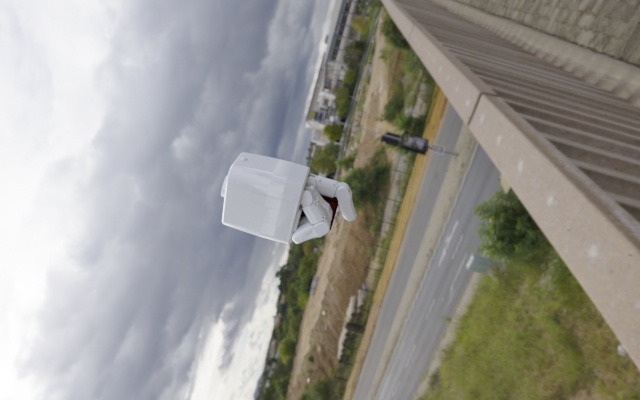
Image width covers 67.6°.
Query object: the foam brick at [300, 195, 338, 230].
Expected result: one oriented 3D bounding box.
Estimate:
[{"bbox_3d":[0.000,0.002,0.753,0.051,0.053,0.078,15,24,-1],"label":"foam brick"}]
